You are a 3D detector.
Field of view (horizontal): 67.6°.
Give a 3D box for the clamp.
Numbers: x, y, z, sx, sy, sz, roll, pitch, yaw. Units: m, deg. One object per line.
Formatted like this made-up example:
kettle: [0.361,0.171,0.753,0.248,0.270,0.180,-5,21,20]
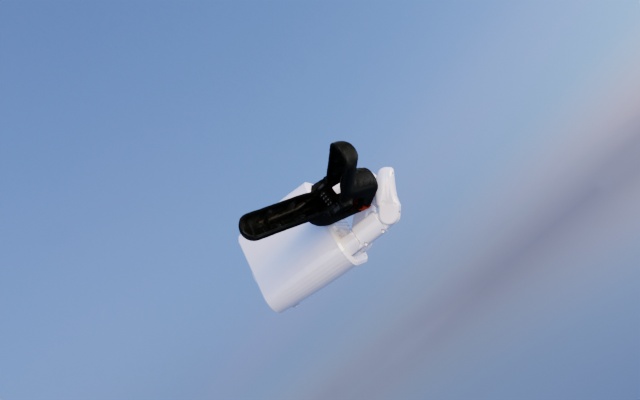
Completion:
clamp: [0.000,0.001,0.448,0.120,0.039,0.171,-29,-17,13]
